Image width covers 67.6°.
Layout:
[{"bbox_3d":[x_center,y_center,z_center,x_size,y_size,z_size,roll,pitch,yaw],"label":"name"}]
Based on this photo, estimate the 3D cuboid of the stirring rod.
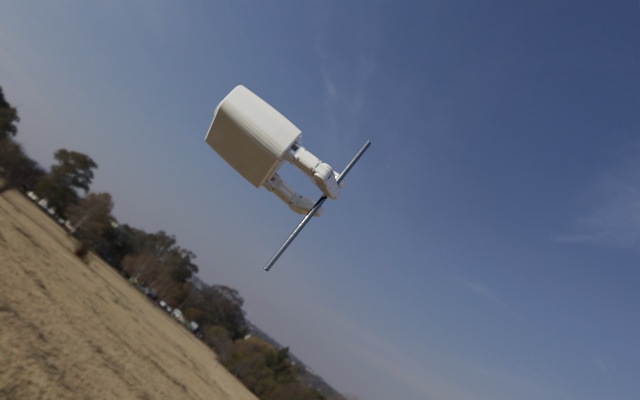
[{"bbox_3d":[0.000,0.002,0.660,0.011,0.239,0.011,33,-21,15],"label":"stirring rod"}]
